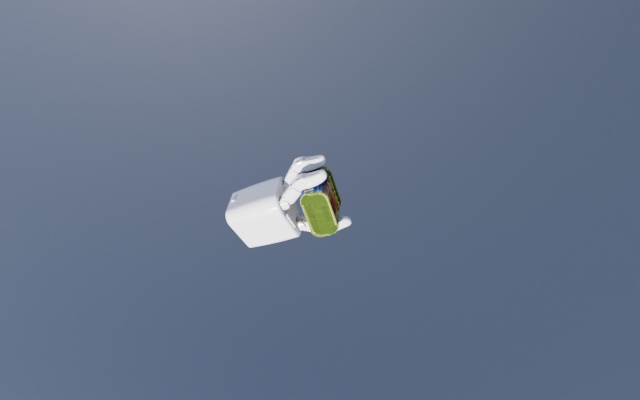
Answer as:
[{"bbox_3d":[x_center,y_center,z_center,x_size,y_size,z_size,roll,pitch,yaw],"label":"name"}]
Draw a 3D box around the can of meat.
[{"bbox_3d":[0.000,0.003,0.865,0.057,0.102,0.084,-13,33,12],"label":"can of meat"}]
